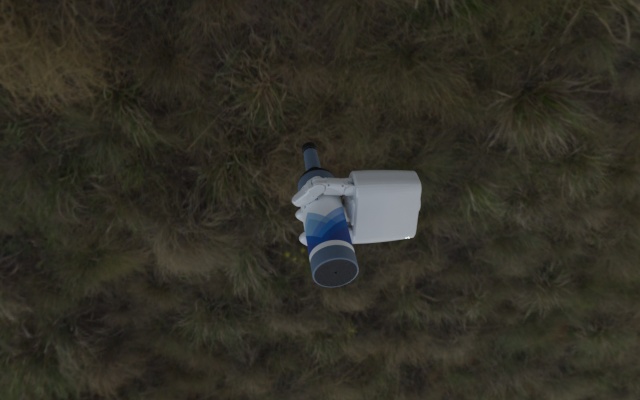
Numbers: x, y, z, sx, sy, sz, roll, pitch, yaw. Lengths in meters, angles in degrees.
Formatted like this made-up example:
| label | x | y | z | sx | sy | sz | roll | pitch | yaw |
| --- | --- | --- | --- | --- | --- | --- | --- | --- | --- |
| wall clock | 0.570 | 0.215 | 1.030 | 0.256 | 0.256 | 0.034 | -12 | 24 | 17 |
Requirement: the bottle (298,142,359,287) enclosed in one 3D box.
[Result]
| label | x | y | z | sx | sy | sz | roll | pitch | yaw |
| --- | --- | --- | --- | --- | --- | --- | --- | --- | --- |
| bottle | 0.000 | 0.003 | 0.779 | 0.069 | 0.069 | 0.295 | 0 | 43 | -12 |
